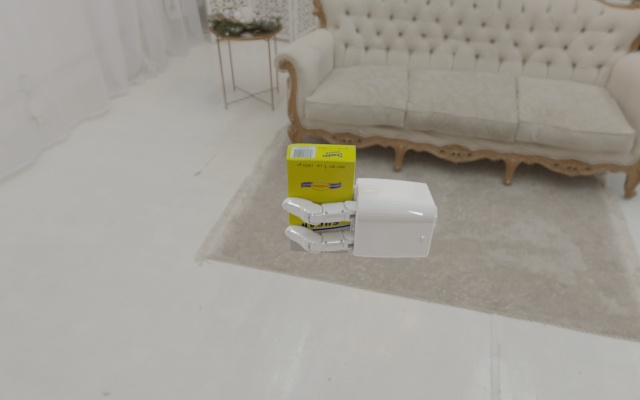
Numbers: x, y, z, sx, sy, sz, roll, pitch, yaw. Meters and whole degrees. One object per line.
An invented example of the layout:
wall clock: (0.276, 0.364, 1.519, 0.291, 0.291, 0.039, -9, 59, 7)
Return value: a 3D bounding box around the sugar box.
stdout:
sugar box: (0.000, 0.003, 0.688, 0.093, 0.176, 0.048, 3, 39, 3)
